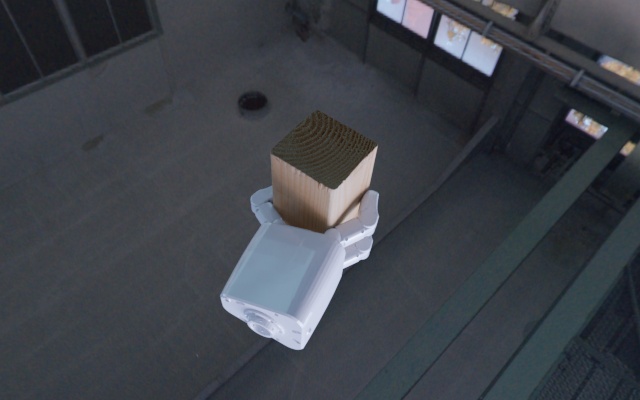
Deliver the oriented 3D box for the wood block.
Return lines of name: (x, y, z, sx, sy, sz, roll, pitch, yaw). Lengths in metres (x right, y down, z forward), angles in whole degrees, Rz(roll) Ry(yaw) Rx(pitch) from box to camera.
wood block: (0.000, 0.002, 0.610, 0.091, 0.090, 0.206, 32, -32, 19)
